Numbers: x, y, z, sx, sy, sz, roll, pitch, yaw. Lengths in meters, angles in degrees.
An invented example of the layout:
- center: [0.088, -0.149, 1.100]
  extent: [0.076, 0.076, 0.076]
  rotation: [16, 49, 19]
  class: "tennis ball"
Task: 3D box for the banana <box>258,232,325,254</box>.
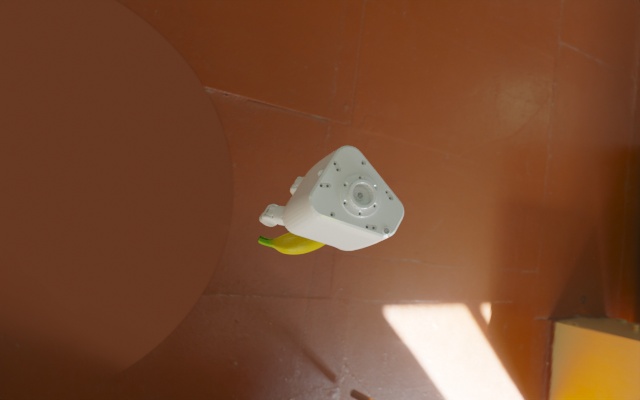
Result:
- center: [0.009, 0.018, 0.671]
  extent: [0.197, 0.069, 0.037]
  rotation: [-36, -16, -18]
  class: "banana"
